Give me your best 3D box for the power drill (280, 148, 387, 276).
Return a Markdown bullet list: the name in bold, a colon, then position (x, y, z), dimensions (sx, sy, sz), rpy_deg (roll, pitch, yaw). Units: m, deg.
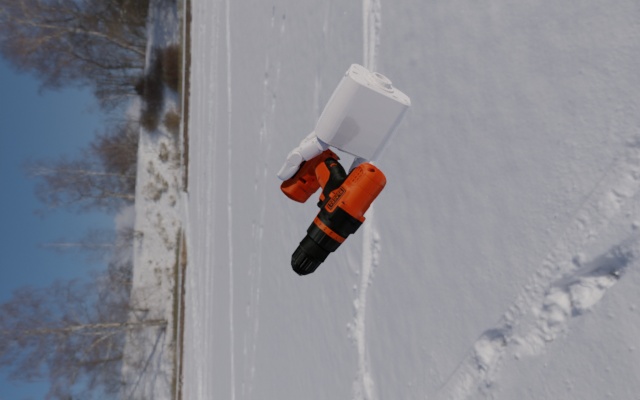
- **power drill**: position (0.000, 0.002, 0.717), dimensions (0.057, 0.184, 0.187), rpy_deg (36, 7, -32)
